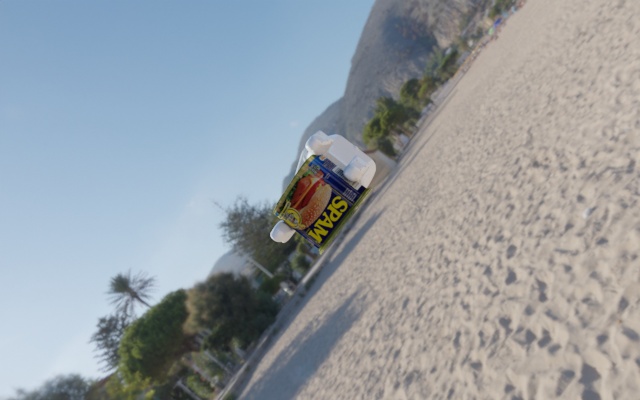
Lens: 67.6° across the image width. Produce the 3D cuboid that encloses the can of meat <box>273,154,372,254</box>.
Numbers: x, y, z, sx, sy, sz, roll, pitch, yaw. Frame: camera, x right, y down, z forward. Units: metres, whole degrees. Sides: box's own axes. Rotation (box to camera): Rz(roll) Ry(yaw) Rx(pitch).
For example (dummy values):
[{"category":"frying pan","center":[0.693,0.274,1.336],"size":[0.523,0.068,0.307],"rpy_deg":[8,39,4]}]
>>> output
[{"category":"can of meat","center":[0.000,0.002,0.598],"size":[0.084,0.102,0.057],"rpy_deg":[38,28,4]}]
